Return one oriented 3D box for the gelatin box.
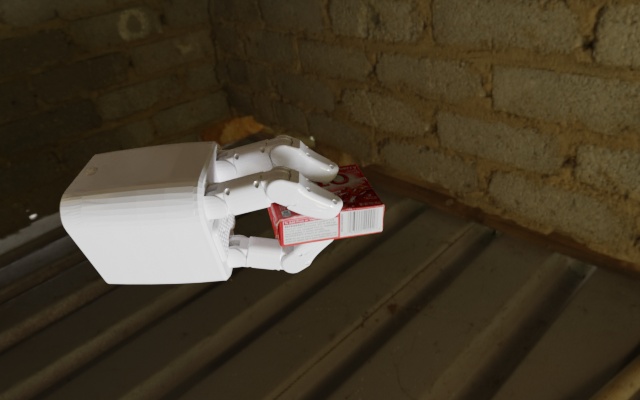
[{"bbox_3d":[0.000,0.002,0.405,0.089,0.030,0.073,-7,32,-12],"label":"gelatin box"}]
